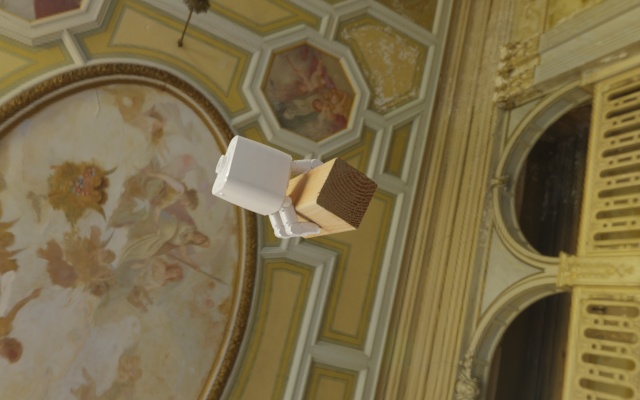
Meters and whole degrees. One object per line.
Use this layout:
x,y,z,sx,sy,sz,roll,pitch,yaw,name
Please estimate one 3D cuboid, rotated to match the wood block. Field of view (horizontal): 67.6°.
0.000,0.002,0.862,0.090,0.090,0.206,32,-20,-18,wood block
